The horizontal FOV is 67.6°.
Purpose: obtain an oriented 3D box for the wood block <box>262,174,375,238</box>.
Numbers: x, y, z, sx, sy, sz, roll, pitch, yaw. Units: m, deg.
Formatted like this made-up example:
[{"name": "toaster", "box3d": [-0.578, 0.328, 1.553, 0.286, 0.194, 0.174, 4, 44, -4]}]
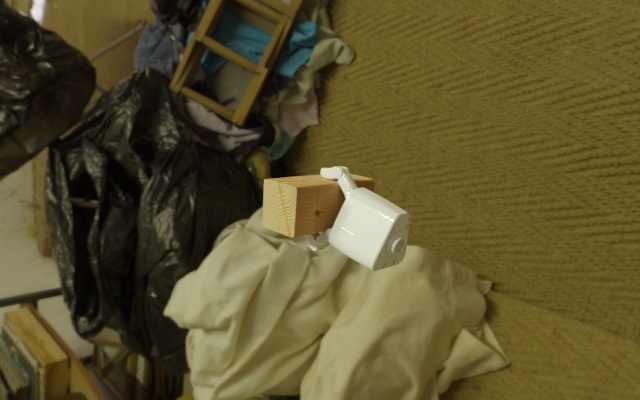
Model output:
[{"name": "wood block", "box3d": [0.000, 0.003, 0.899, 0.206, 0.091, 0.090, -7, 16, -45]}]
